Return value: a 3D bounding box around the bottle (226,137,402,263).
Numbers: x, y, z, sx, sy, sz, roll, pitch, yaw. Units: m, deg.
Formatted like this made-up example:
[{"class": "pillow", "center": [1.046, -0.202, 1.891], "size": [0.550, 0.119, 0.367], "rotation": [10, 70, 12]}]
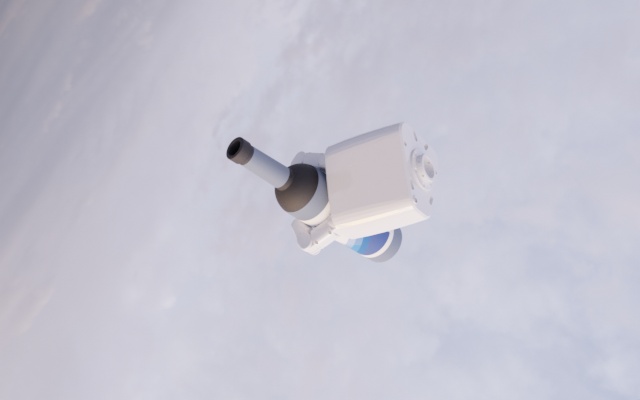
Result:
[{"class": "bottle", "center": [0.000, 0.002, 0.611], "size": [0.069, 0.069, 0.296], "rotation": [0, -24, 43]}]
